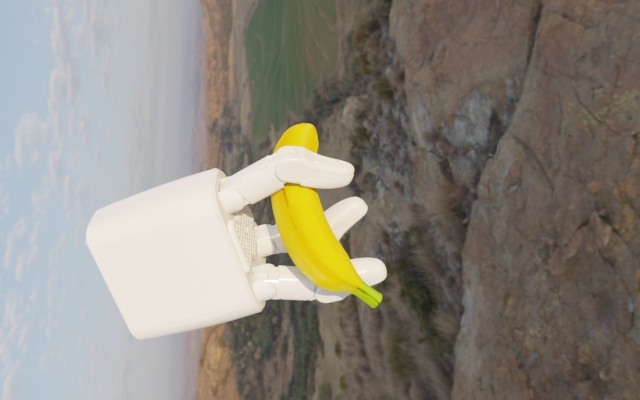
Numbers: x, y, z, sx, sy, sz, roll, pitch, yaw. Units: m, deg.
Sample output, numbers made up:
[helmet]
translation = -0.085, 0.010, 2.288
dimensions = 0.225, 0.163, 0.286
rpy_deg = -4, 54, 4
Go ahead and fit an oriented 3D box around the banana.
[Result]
[banana]
translation = -0.011, -0.002, 0.388
dimensions = 0.037, 0.197, 0.070
rpy_deg = -37, -41, 24
